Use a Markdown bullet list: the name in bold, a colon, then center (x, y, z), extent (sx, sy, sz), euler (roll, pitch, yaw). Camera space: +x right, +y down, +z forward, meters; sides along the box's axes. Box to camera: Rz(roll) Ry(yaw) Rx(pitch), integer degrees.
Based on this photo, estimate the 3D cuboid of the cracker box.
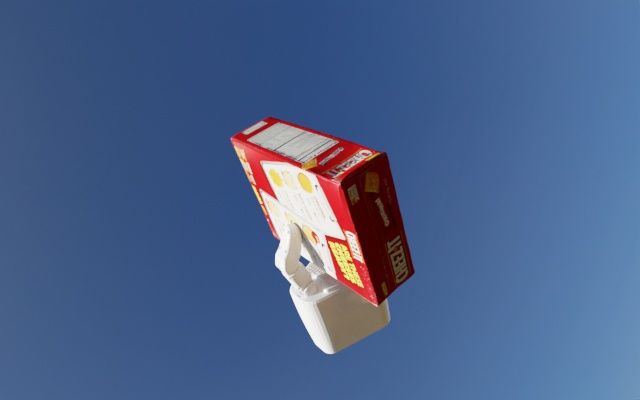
- **cracker box**: center (0.000, 0.002, 0.557), extent (0.072, 0.164, 0.213), euler (-36, 36, -23)
